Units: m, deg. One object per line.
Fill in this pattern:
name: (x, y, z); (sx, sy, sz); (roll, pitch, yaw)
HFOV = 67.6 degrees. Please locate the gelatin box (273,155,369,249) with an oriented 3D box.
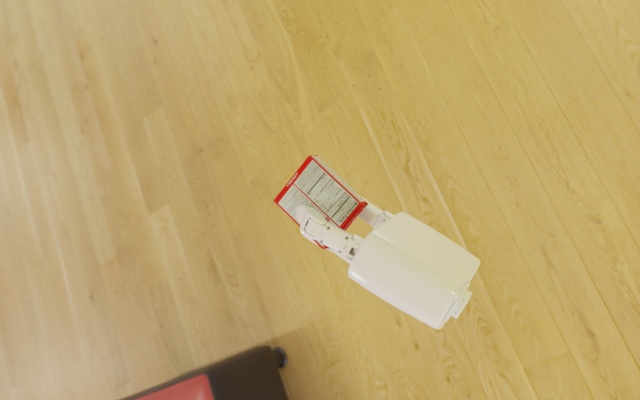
gelatin box: (0.000, 0.002, 0.563); (0.089, 0.073, 0.030); (43, 17, 14)
